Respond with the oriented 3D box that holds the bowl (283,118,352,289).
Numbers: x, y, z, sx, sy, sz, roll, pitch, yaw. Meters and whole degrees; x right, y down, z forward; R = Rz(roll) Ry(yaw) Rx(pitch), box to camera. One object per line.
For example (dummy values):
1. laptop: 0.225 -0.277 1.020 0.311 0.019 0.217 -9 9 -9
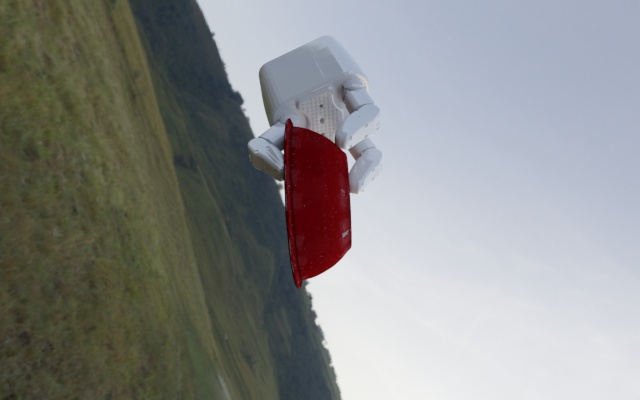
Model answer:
1. bowl: 0.001 0.003 0.457 0.055 0.162 0.162 -3 0 2
